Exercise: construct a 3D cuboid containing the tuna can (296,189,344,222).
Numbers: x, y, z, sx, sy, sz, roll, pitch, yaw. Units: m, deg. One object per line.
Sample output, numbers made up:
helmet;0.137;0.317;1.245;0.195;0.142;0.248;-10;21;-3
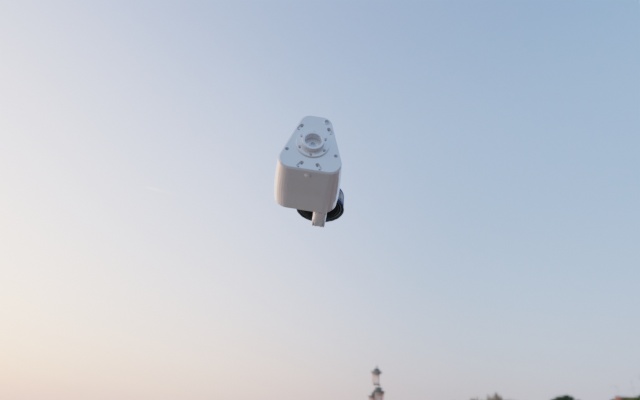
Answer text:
tuna can;0.000;0.002;0.859;0.086;0.033;0.086;3;-35;2
